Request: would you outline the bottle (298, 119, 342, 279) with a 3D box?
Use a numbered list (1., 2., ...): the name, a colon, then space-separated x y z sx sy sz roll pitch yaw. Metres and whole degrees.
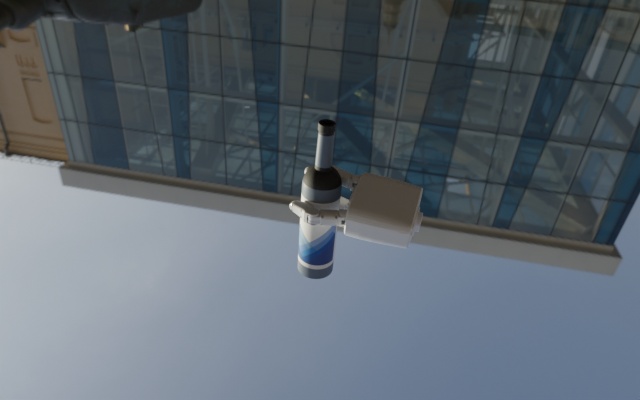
1. bottle: 0.000 0.003 0.816 0.069 0.296 0.069 3 33 -2
